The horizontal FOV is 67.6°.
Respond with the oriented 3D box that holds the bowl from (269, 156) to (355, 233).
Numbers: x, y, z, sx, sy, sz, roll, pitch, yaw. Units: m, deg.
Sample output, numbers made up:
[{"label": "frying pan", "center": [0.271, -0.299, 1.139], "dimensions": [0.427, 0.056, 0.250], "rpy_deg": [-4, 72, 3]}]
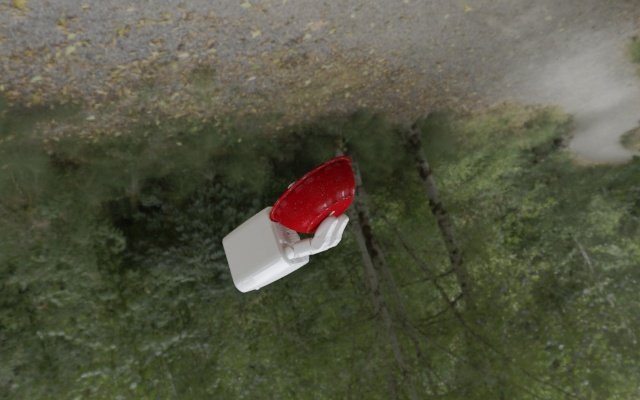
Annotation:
[{"label": "bowl", "center": [0.001, 0.002, 0.754], "dimensions": [0.162, 0.055, 0.162], "rpy_deg": [-35, -15, -11]}]
